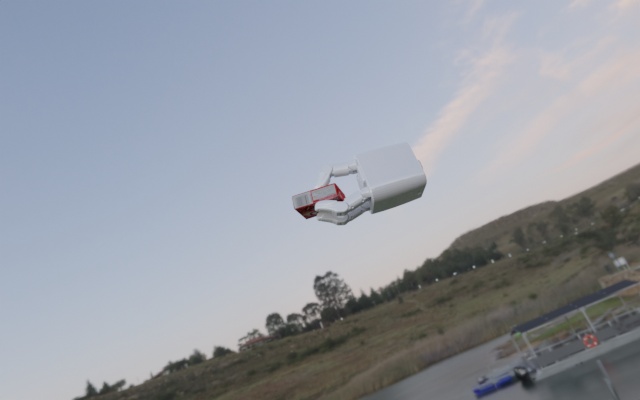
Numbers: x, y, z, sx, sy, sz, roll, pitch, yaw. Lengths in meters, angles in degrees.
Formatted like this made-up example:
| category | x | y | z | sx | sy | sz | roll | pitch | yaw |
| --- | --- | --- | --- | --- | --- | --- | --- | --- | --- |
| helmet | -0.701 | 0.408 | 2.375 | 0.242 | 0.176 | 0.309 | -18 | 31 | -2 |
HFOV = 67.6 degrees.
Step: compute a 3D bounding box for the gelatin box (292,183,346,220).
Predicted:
| category | x | y | z | sx | sy | sz | roll | pitch | yaw |
| --- | --- | --- | --- | --- | --- | --- | --- | --- | --- |
| gelatin box | 0.000 | 0.003 | 0.898 | 0.089 | 0.030 | 0.073 | -17 | -21 | 11 |
